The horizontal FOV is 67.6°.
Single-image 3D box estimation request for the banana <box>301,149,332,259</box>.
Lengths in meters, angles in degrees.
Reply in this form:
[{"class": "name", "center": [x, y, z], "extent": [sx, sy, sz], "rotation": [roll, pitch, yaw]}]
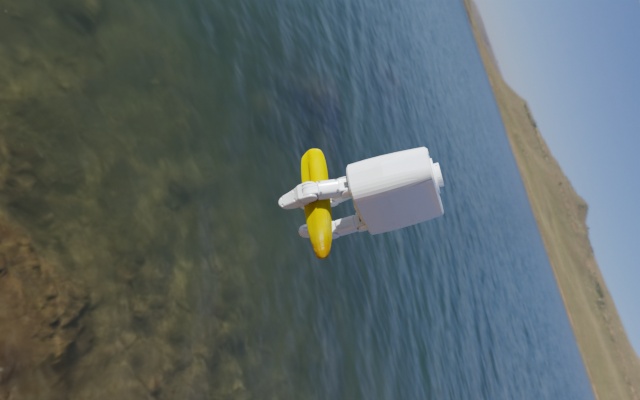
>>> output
[{"class": "banana", "center": [-0.004, -0.013, 0.673], "extent": [0.037, 0.197, 0.070], "rotation": [-11, -45, 6]}]
